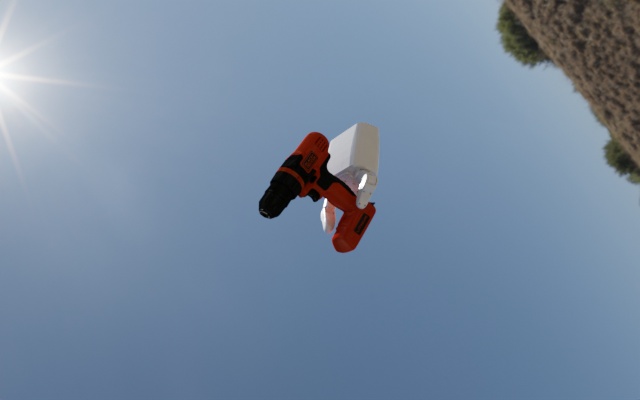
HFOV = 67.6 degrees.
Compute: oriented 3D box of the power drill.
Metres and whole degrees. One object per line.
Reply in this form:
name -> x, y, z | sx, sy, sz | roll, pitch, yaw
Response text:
power drill -> 0.001, 0.003, 0.810 | 0.188, 0.184, 0.057 | 47, -31, -23
